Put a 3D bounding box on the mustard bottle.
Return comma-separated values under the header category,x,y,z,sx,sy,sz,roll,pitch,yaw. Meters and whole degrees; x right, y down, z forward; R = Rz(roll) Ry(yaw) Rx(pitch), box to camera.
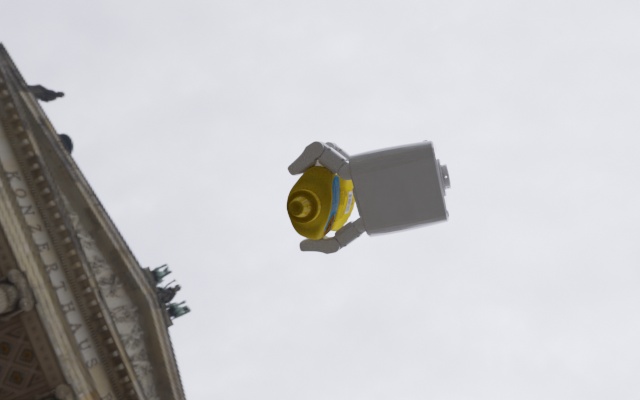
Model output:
category,x,y,z,sx,sy,sz,roll,pitch,yaw
mustard bottle,0.000,0.002,0.640,0.058,0.096,0.191,14,8,15
